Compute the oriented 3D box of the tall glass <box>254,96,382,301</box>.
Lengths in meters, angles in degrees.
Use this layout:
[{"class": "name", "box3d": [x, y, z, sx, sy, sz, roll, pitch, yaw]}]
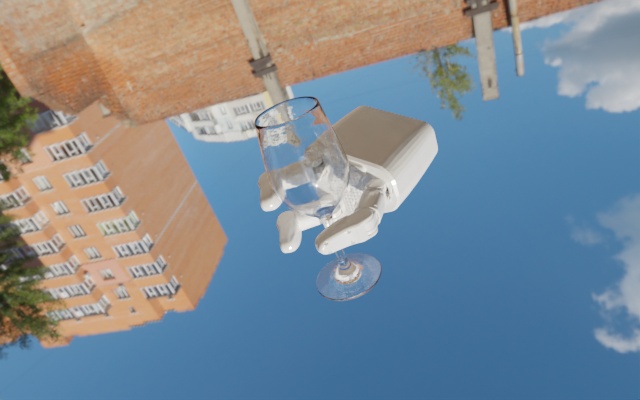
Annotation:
[{"class": "tall glass", "box3d": [0.000, 0.002, 0.474, 0.079, 0.201, 0.079, -16, 30, 9]}]
